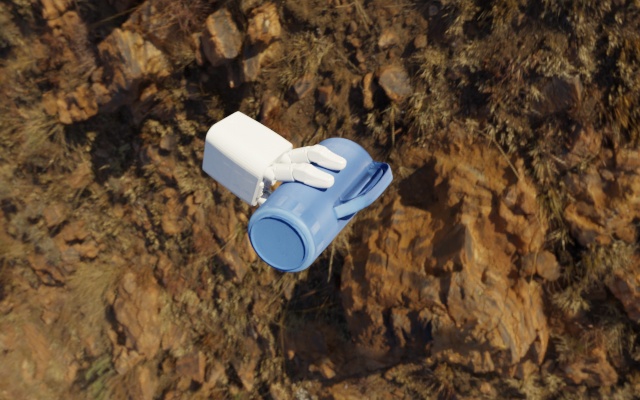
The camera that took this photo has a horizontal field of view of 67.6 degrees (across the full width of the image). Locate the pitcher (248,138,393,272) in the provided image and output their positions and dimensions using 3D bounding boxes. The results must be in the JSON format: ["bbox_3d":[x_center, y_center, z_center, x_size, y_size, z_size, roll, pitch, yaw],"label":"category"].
[{"bbox_3d":[0.000,0.002,0.748,0.145,0.149,0.242,34,38,5],"label":"pitcher"}]
